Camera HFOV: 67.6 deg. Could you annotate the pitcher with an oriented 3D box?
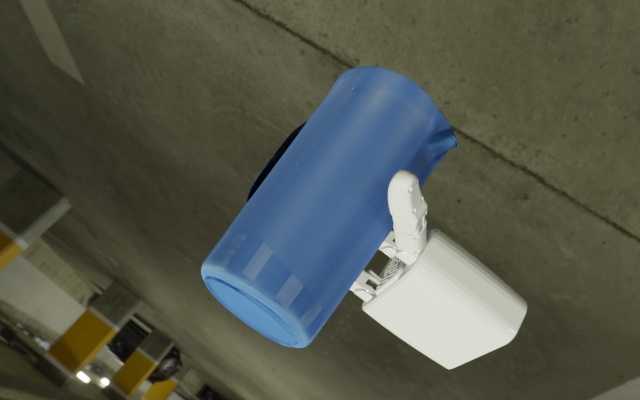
[{"bbox_3d":[0.000,0.002,0.439,0.145,0.242,0.149,37,-26,1],"label":"pitcher"}]
